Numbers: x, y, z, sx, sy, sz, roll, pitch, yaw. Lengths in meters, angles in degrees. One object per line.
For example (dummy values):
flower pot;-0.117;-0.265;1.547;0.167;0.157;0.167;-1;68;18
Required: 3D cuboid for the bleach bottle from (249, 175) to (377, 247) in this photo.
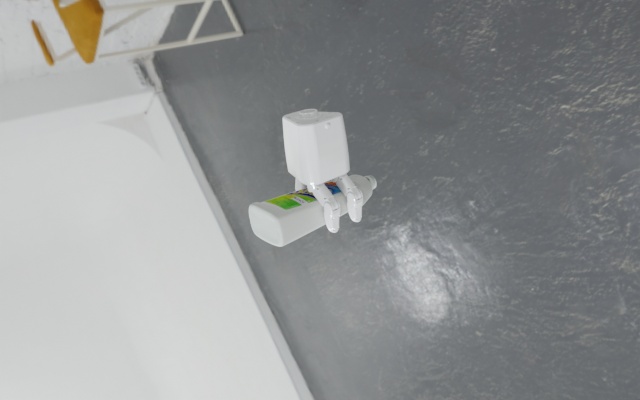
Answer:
bleach bottle;0.000;0.003;0.880;0.251;0.068;0.102;-24;28;-34
